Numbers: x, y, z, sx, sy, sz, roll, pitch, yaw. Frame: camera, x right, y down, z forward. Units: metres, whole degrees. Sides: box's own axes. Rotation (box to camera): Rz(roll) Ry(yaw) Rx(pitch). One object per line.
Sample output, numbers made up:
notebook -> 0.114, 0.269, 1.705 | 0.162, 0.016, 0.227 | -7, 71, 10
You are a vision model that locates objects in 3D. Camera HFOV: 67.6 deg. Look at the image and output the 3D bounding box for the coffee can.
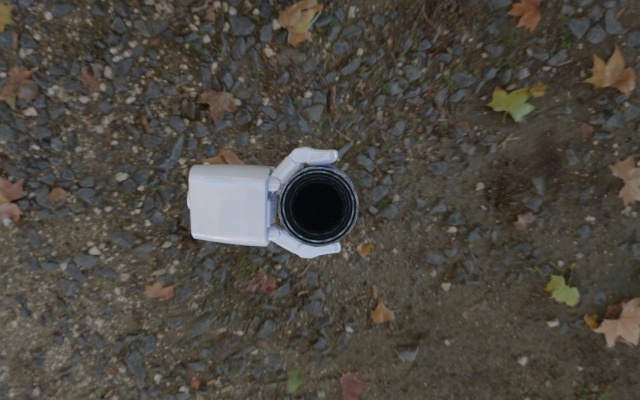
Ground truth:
coffee can -> 0.000, 0.002, 0.669 | 0.103, 0.103, 0.140 | 0, 5, 2
